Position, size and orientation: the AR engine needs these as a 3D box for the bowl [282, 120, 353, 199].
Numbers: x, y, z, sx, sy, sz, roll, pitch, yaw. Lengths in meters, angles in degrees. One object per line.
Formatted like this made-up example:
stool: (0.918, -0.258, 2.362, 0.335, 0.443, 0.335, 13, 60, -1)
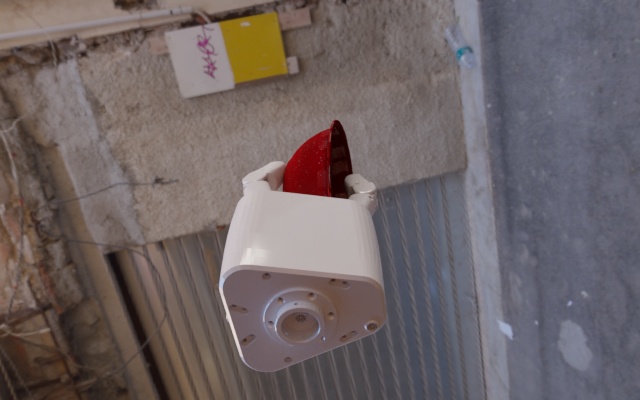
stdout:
bowl: (0.000, 0.001, 0.488, 0.055, 0.162, 0.162, -5, -1, 12)
